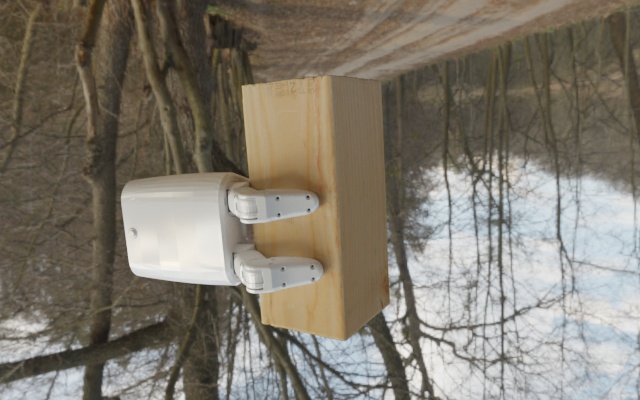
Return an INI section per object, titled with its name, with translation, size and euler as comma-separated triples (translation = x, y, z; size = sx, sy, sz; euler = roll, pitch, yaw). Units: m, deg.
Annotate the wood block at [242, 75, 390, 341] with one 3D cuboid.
[wood block]
translation = 0.000, 0.001, 0.421
size = 0.090, 0.206, 0.091
euler = 2, 11, 32
